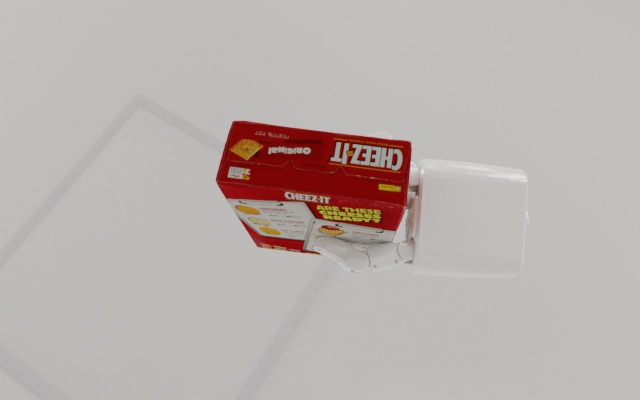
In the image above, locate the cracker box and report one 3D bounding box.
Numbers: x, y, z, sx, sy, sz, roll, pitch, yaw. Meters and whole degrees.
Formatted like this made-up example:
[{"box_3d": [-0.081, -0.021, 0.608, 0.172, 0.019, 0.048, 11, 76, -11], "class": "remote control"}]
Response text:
[{"box_3d": [0.000, 0.002, 0.504, 0.164, 0.072, 0.214, 7, -20, 5], "class": "cracker box"}]
